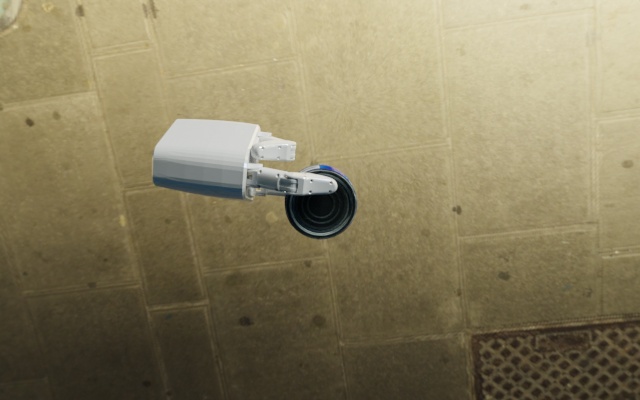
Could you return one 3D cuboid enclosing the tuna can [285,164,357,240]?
[{"bbox_3d":[0.000,0.002,0.564,0.086,0.086,0.033,0,12,-3],"label":"tuna can"}]
